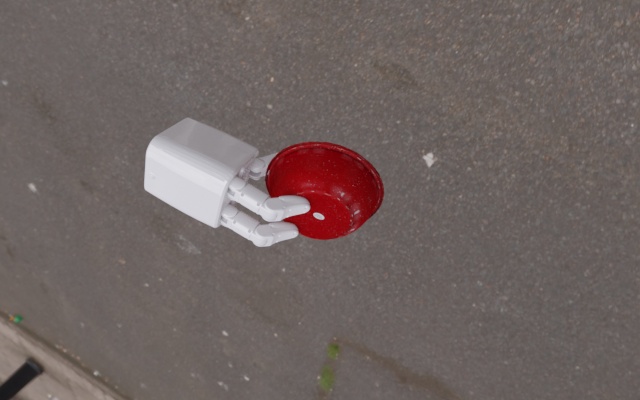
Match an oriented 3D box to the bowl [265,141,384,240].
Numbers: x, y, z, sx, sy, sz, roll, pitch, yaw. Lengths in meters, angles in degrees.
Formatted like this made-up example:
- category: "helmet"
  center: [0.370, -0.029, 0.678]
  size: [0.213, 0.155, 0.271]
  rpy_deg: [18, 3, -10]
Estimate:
- category: "bowl"
  center: [0.001, 0.003, 0.624]
  size: [0.162, 0.055, 0.162]
  rpy_deg: [7, -43, 7]
